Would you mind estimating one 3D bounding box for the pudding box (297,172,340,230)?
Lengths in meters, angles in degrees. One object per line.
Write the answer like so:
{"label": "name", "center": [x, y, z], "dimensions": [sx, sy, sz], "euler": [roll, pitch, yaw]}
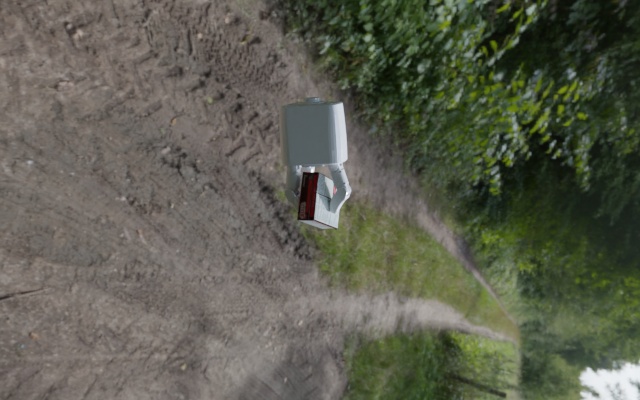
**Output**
{"label": "pudding box", "center": [0.000, 0.003, 0.892], "dimensions": [0.039, 0.090, 0.113], "euler": [2, -11, 28]}
